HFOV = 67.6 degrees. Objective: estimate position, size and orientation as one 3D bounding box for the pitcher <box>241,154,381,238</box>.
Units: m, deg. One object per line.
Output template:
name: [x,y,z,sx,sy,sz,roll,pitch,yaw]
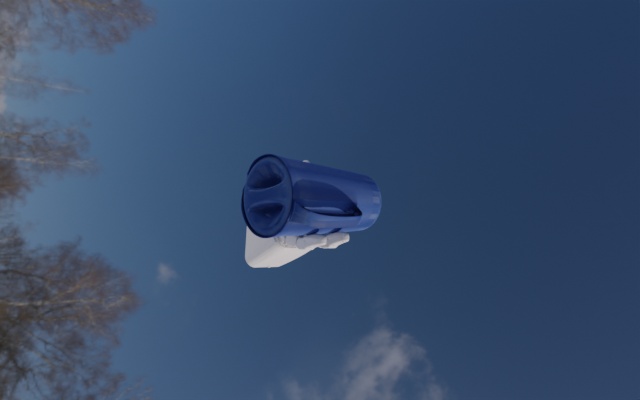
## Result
pitcher: [0.000,0.003,0.825,0.243,0.149,0.145,4,-28,-44]
